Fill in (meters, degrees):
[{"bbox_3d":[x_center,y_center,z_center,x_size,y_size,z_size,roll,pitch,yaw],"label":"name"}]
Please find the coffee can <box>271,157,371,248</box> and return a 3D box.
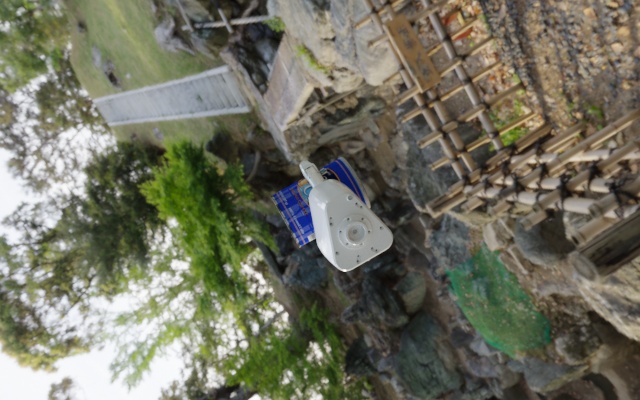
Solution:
[{"bbox_3d":[0.000,0.003,0.822,0.140,0.103,0.103,-29,3,-5],"label":"coffee can"}]
